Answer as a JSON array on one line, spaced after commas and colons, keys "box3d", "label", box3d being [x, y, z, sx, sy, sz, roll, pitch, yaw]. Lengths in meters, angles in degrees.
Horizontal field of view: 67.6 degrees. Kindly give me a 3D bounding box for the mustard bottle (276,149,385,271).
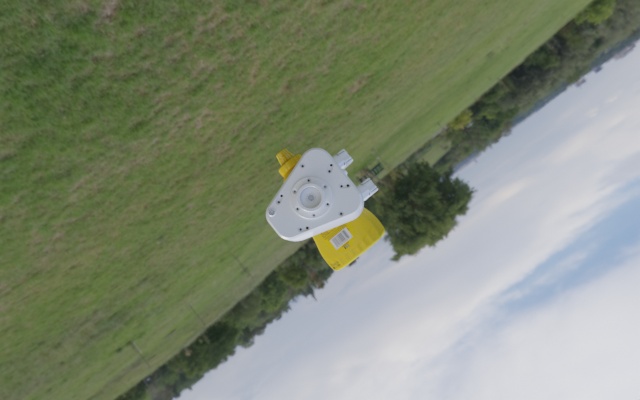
[{"box3d": [0.000, 0.002, 0.702, 0.096, 0.191, 0.058, -41, -5, 25], "label": "mustard bottle"}]
